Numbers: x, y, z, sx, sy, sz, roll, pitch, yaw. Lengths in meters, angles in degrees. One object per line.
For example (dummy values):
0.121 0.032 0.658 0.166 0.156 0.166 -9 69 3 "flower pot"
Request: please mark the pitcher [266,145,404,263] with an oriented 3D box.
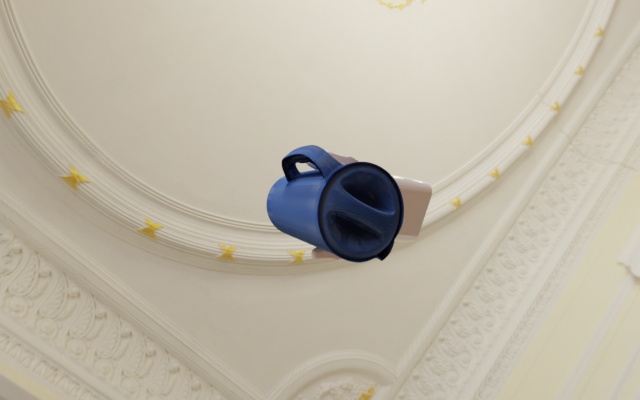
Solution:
0.000 0.002 0.726 0.145 0.149 0.243 6 0 -27 "pitcher"
